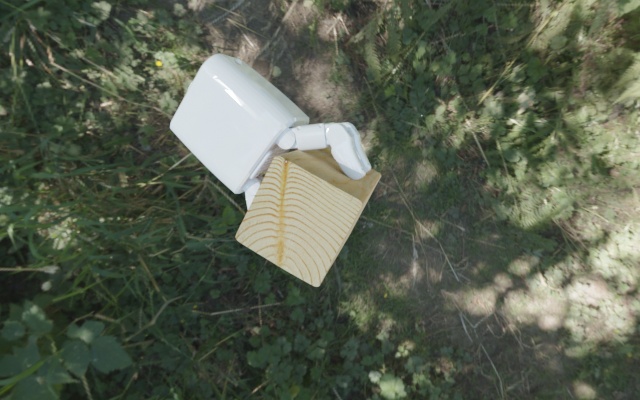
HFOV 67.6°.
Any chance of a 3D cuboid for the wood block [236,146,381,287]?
[{"bbox_3d":[0.000,0.002,0.515,0.090,0.091,0.206,29,14,6],"label":"wood block"}]
